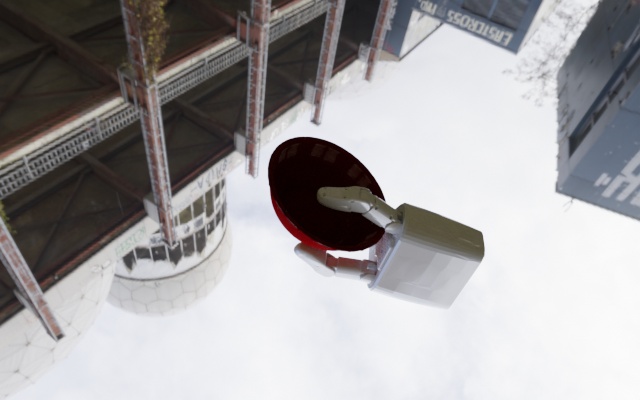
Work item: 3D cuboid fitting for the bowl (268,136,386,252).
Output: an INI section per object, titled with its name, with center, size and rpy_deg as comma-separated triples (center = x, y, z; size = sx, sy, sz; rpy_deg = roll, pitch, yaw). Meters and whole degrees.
[bowl]
center = -0.001, 0.001, 0.573
size = 0.162, 0.162, 0.055
rpy_deg = 0, -33, -36
